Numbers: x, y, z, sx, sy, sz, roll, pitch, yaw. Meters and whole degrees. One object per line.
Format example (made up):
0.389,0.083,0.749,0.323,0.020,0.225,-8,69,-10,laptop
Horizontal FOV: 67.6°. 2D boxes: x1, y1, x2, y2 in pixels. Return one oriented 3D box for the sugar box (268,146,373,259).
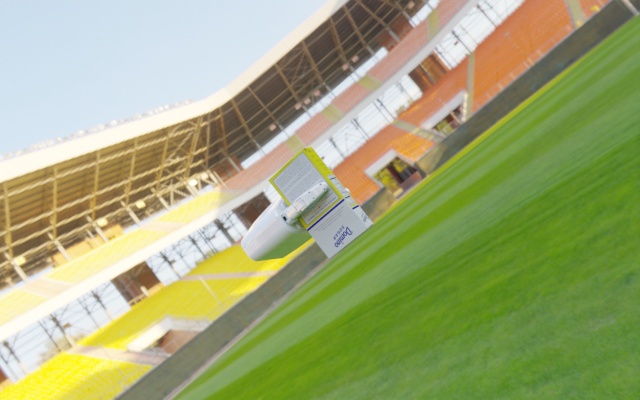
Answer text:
0.000,0.003,0.825,0.093,0.176,0.048,-40,-4,23,sugar box
